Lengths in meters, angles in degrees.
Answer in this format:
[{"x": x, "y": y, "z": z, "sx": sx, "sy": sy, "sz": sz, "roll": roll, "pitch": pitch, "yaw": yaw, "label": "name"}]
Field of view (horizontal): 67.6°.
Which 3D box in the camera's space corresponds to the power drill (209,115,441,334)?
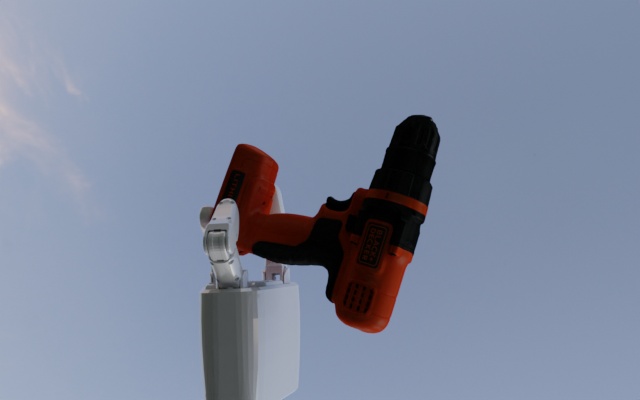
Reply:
[{"x": 0.000, "y": 0.002, "z": 0.423, "sx": 0.187, "sy": 0.184, "sz": 0.057, "roll": 14, "pitch": -10, "yaw": 29, "label": "power drill"}]
